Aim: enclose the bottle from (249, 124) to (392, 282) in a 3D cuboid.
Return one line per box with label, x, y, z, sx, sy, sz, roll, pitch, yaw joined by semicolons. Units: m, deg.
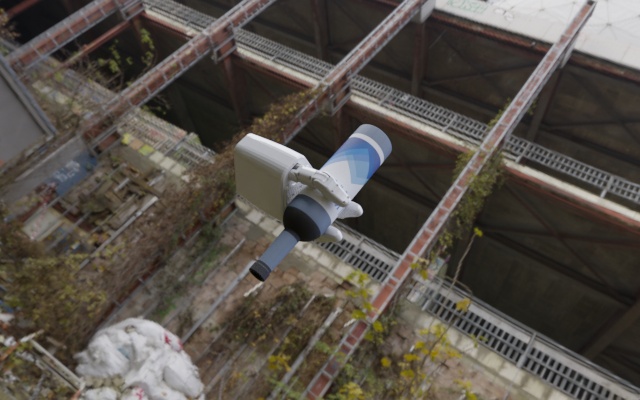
bottle;0.000;0.002;0.713;0.295;0.069;0.069;-49;26;-25
